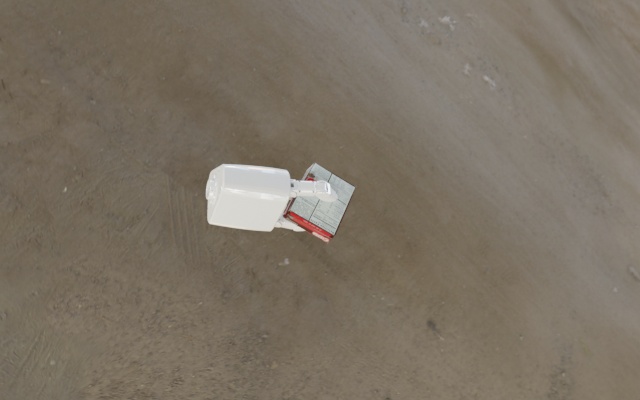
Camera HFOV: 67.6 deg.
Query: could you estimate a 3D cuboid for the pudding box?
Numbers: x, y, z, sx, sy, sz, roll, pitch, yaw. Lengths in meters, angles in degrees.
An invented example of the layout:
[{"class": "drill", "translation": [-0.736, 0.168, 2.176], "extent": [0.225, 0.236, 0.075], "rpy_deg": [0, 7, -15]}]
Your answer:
[{"class": "pudding box", "translation": [0.000, 0.003, 0.815], "extent": [0.090, 0.113, 0.039], "rpy_deg": [31, -30, -9]}]
